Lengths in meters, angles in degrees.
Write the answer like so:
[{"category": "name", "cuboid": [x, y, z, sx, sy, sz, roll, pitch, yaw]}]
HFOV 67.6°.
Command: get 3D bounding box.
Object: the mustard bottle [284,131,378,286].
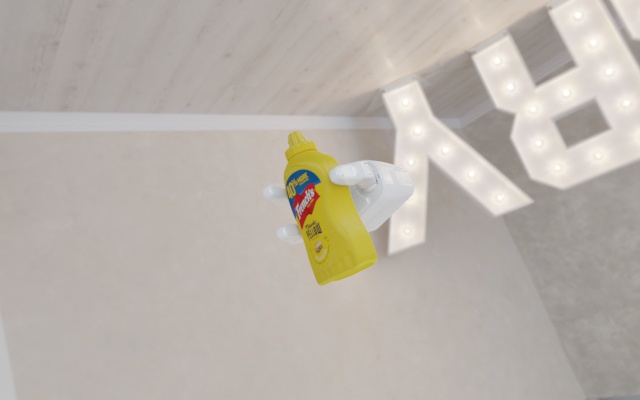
[{"category": "mustard bottle", "cuboid": [0.000, 0.002, 0.588, 0.058, 0.191, 0.096, -12, -16, -34]}]
